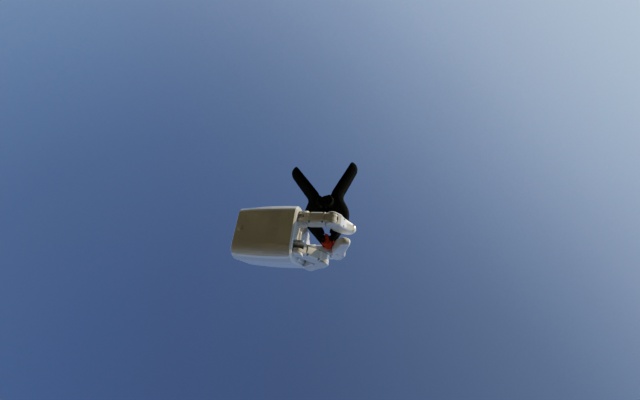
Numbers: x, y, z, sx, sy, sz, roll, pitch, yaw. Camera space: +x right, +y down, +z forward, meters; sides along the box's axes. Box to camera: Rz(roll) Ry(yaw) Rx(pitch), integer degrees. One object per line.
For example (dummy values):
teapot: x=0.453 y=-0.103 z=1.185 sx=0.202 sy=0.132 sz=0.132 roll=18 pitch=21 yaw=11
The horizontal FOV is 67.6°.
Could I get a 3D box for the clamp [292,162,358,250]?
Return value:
clamp: x=0.000 y=0.003 z=0.851 sx=0.120 sy=0.171 sz=0.039 roll=0 pitch=-32 yaw=13
